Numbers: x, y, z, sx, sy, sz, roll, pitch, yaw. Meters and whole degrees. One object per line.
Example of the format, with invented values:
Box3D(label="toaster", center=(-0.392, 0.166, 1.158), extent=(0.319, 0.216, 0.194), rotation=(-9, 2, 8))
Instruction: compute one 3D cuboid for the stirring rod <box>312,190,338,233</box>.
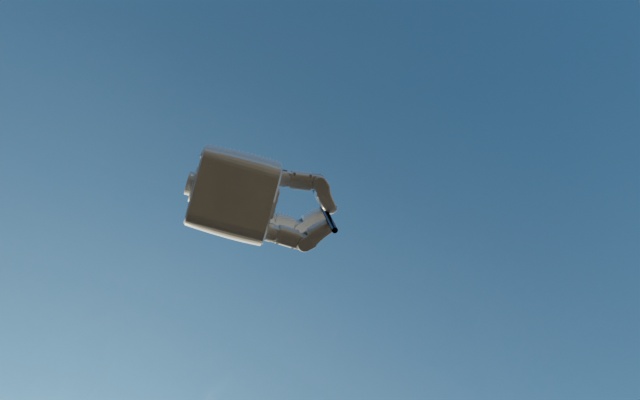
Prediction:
Box3D(label="stirring rod", center=(0.000, 0.002, 0.715), extent=(0.011, 0.011, 0.239), rotation=(0, 17, -9))
